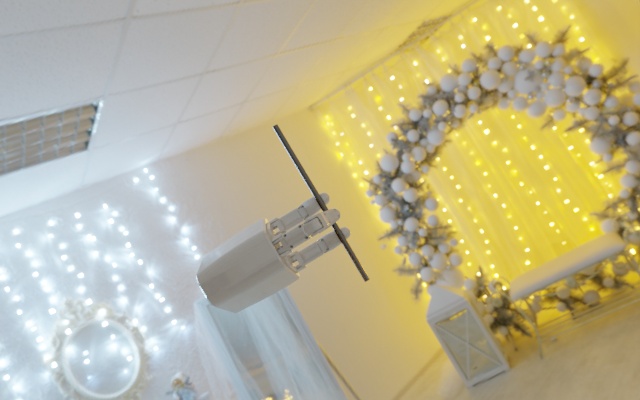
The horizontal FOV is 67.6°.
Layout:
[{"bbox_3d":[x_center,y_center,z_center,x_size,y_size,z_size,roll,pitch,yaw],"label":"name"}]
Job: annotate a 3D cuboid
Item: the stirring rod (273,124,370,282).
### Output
[{"bbox_3d":[0.000,0.002,0.636,0.011,0.239,0.011,-31,-5,-3],"label":"stirring rod"}]
